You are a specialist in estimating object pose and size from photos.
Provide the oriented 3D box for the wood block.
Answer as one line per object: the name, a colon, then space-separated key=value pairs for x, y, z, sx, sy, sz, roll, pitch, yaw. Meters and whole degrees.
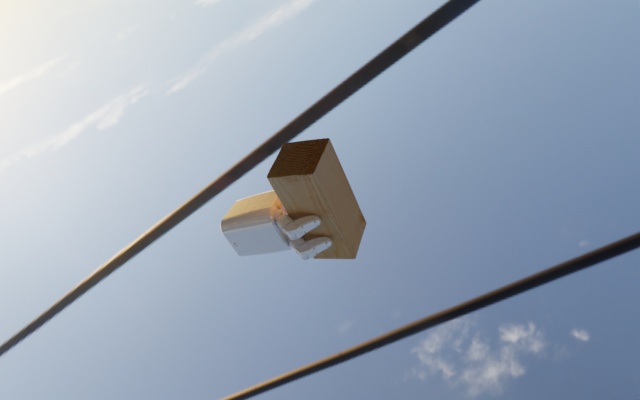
wood block: x=0.000 y=0.003 z=0.831 sx=0.090 sy=0.090 sz=0.206 roll=-3 pitch=-46 yaw=26
